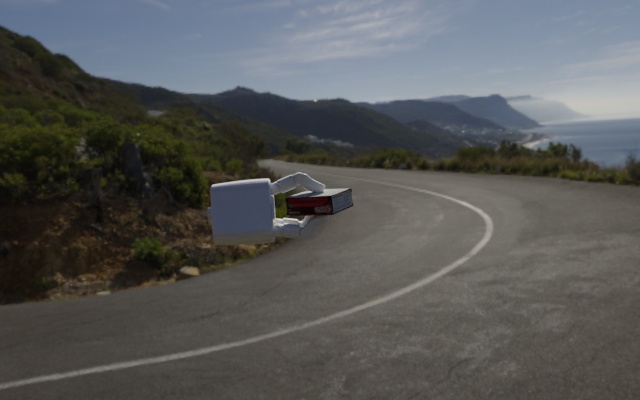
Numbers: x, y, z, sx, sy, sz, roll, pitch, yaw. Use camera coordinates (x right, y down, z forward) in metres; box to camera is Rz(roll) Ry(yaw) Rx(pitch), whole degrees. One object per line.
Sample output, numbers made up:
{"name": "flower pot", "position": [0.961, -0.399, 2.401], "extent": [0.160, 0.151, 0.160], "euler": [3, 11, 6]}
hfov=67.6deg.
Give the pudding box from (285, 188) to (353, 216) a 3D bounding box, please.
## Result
{"name": "pudding box", "position": [0.000, 0.003, 0.873], "extent": [0.090, 0.039, 0.113], "euler": [-1, 9, 23]}
